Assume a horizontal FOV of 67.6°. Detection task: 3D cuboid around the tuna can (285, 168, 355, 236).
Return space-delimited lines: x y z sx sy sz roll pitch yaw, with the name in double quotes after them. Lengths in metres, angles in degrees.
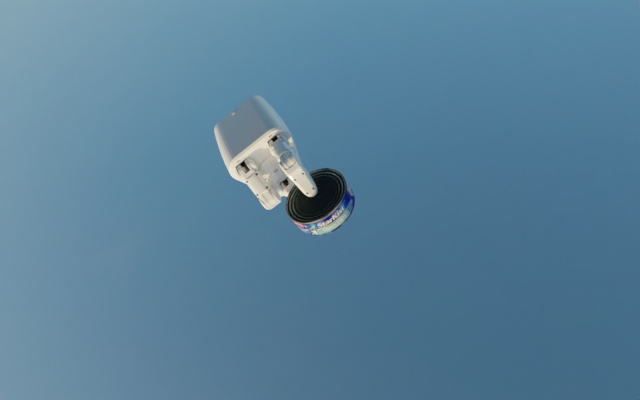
0.000 0.002 0.614 0.086 0.086 0.034 0 -35 34 "tuna can"
